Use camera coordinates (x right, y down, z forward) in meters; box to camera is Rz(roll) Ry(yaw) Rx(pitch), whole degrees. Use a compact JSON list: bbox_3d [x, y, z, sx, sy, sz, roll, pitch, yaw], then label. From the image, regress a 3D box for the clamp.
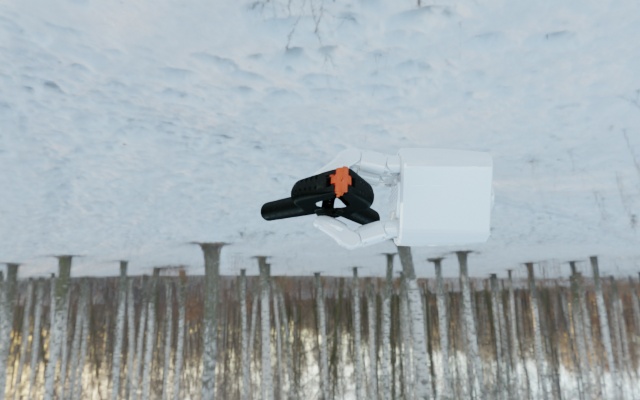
[{"bbox_3d":[0.000,0.003,0.576,0.164,0.036,0.210,2,-13,1],"label":"clamp"}]
